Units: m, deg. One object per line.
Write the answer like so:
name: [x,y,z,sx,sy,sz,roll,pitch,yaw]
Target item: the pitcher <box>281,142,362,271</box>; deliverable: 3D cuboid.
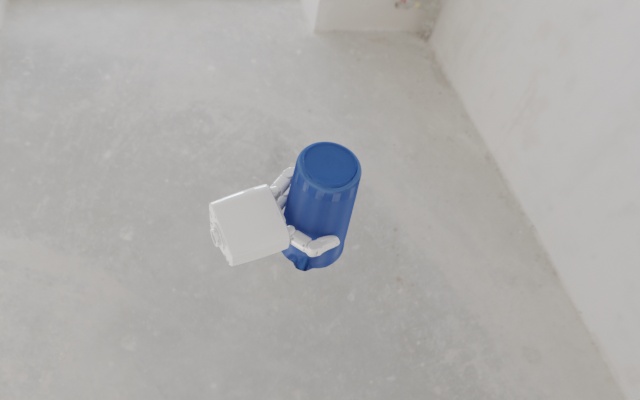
pitcher: [0.000,0.003,0.866,0.145,0.149,0.243,-19,-30,-23]
